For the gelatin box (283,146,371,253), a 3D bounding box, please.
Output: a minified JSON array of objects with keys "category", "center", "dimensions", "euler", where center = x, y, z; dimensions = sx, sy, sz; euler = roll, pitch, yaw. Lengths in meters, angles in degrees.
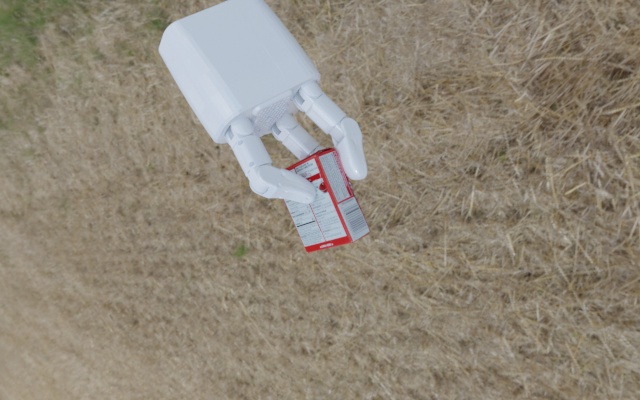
[{"category":"gelatin box","center":[0.000,0.002,0.460],"dimensions":[0.030,0.089,0.073],"euler":[-24,2,-39]}]
